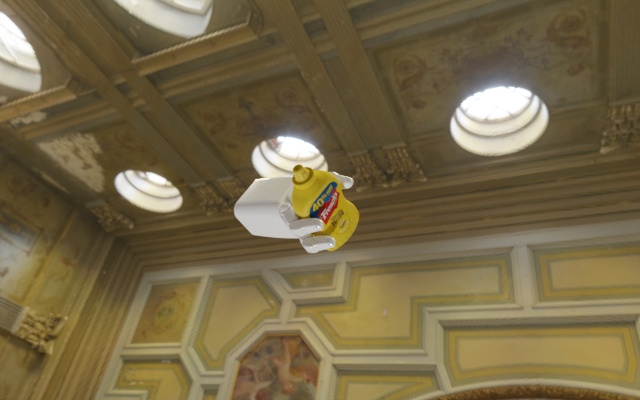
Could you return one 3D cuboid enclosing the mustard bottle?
[{"bbox_3d":[0.001,0.003,0.845,0.058,0.096,0.192,26,-20,42],"label":"mustard bottle"}]
